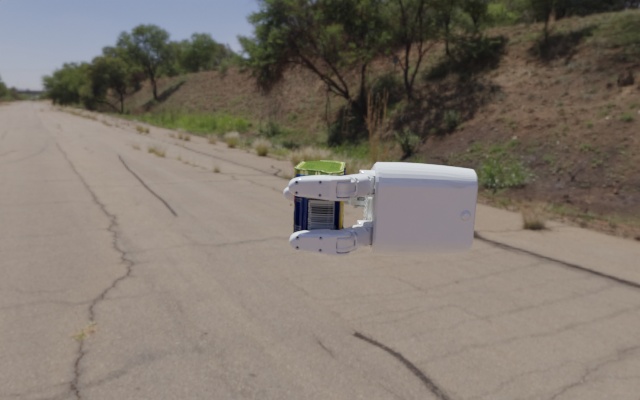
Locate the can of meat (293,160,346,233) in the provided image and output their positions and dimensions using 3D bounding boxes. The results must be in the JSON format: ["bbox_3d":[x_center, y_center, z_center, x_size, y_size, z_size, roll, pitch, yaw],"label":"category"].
[{"bbox_3d":[0.000,0.001,0.528,0.057,0.084,0.102,3,11,4],"label":"can of meat"}]
